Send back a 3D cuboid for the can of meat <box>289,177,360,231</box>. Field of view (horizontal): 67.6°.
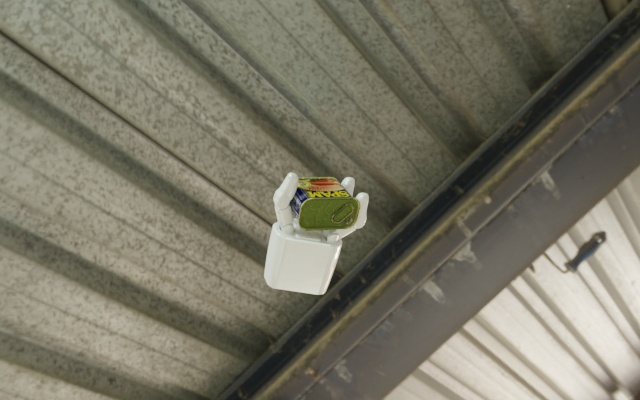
[{"bbox_3d":[0.000,0.002,0.775,0.102,0.057,0.084,-1,28,-23],"label":"can of meat"}]
